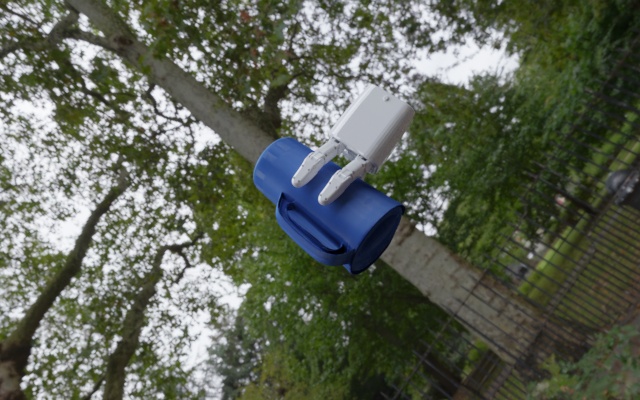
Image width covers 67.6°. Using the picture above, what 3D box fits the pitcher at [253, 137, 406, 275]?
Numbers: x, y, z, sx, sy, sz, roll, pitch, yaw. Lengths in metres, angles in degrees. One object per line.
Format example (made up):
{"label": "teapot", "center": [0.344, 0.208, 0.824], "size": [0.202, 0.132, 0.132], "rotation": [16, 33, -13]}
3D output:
{"label": "pitcher", "center": [0.000, 0.002, 0.772], "size": [0.242, 0.145, 0.149], "rotation": [36, -2, 24]}
